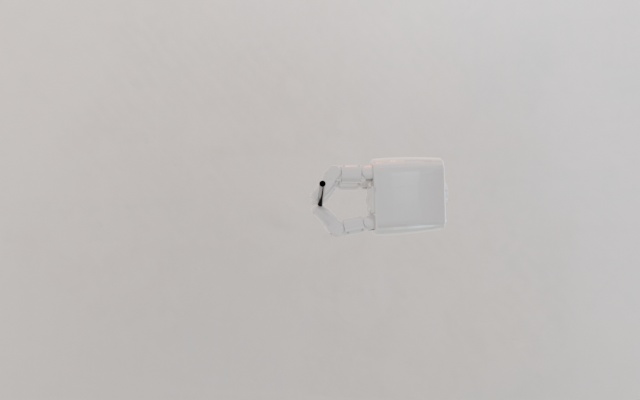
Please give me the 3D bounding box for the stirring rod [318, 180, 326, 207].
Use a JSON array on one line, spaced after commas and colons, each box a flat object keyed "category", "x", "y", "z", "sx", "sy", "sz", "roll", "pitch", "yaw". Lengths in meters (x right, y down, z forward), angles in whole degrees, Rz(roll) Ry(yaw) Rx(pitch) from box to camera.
[{"category": "stirring rod", "x": 0.000, "y": 0.002, "z": 0.699, "sx": 0.011, "sy": 0.011, "sz": 0.239, "roll": 0, "pitch": -11, "yaw": -1}]
